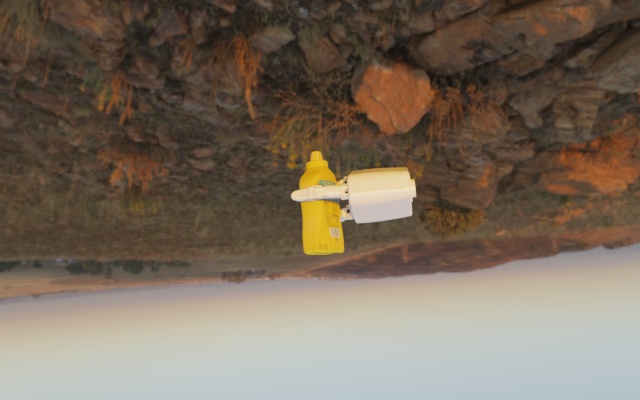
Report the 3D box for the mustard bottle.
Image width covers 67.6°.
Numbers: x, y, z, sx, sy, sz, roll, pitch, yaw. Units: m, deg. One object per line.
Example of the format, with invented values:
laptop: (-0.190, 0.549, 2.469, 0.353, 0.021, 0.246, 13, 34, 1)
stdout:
mustard bottle: (0.000, 0.003, 0.885, 0.058, 0.191, 0.096, -11, -11, 33)
